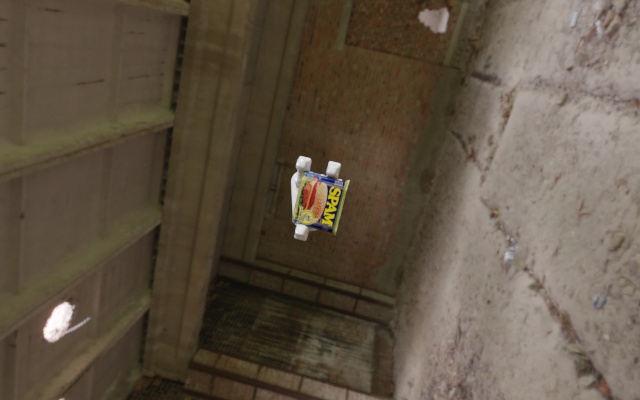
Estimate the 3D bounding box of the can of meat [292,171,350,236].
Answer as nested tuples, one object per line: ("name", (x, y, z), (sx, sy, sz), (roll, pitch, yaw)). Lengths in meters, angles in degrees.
("can of meat", (0.000, 0.003, 0.863), (0.084, 0.102, 0.057), (15, 7, 4))
